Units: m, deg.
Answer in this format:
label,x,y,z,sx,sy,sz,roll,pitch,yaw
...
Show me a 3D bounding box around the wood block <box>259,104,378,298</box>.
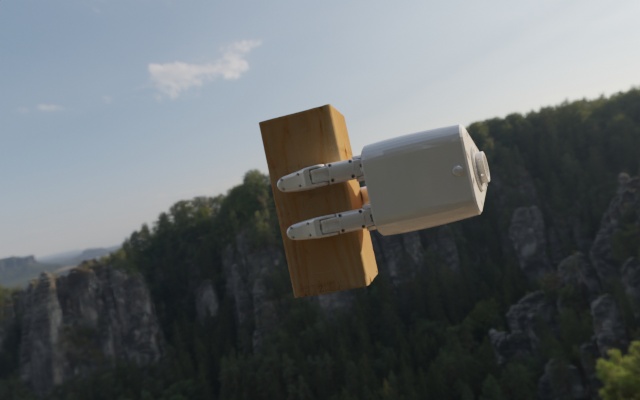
label,x,y,z,sx,sy,sz,roll,pitch,yaw
wood block,0.001,0.002,0.578,0.090,0.206,0.091,-12,-2,14
